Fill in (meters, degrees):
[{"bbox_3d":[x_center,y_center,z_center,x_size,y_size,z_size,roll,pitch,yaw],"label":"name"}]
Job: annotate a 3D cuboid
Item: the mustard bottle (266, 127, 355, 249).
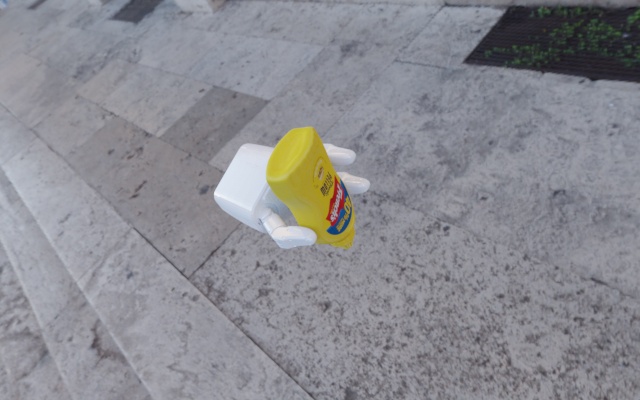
[{"bbox_3d":[0.000,0.002,0.636,0.058,0.096,0.192,-3,-42,30],"label":"mustard bottle"}]
